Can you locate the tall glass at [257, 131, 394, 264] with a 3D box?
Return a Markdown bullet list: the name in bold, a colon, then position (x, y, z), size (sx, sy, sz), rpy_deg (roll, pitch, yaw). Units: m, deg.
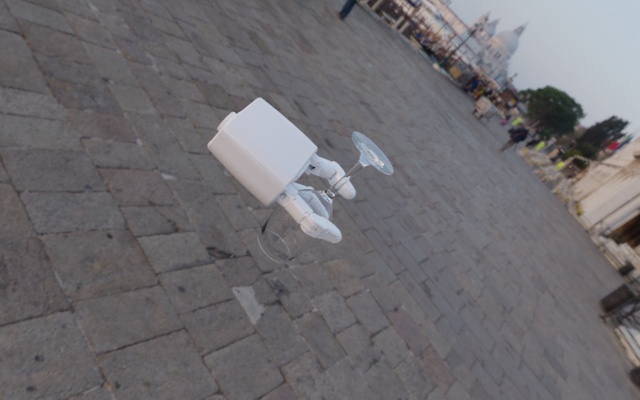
- **tall glass**: position (0.001, 0.002, 0.643), size (0.201, 0.079, 0.079), rpy_deg (-44, -21, 23)
